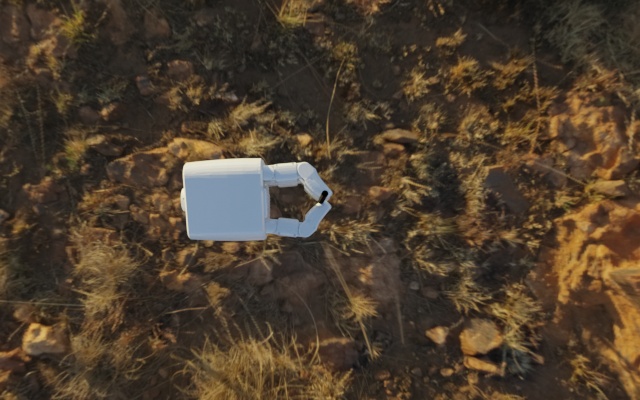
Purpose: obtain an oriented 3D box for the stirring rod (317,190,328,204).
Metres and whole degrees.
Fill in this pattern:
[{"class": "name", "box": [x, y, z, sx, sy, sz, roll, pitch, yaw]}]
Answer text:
[{"class": "stirring rod", "box": [0.000, 0.002, 0.682, 0.011, 0.011, 0.239, 0, -5, -3]}]
